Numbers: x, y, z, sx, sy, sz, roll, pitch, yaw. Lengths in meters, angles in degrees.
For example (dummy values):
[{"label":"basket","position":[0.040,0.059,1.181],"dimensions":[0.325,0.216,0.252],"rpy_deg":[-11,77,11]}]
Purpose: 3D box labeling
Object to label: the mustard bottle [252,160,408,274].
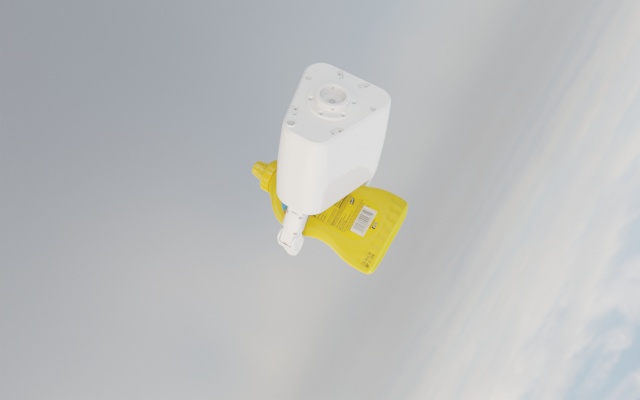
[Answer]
[{"label":"mustard bottle","position":[0.000,0.002,0.573],"dimensions":[0.191,0.096,0.058],"rpy_deg":[28,-10,14]}]
